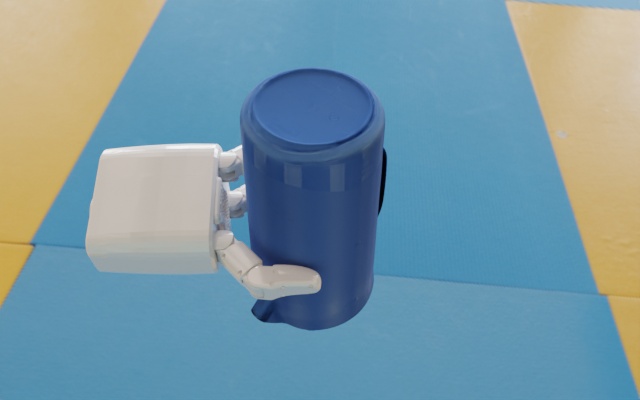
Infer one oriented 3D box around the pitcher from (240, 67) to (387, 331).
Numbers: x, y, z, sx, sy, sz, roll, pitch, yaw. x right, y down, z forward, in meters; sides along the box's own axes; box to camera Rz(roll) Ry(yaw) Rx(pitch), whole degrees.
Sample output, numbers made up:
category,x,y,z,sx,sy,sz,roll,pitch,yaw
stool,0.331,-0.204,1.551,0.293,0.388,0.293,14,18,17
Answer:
category,x,y,z,sx,sy,sz,roll,pitch,yaw
pitcher,0.000,0.001,0.443,0.145,0.149,0.243,0,-40,-1
